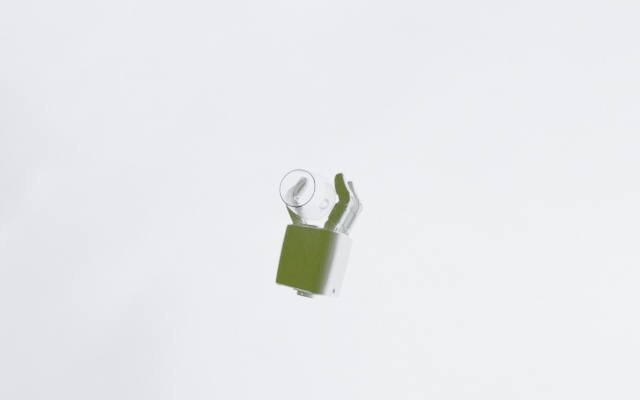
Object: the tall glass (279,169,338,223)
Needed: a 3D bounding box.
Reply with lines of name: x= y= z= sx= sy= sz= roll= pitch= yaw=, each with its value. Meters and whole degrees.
tall glass: x=0.000 y=0.003 z=0.827 sx=0.079 sy=0.079 sz=0.201 roll=0 pitch=-13 yaw=22
